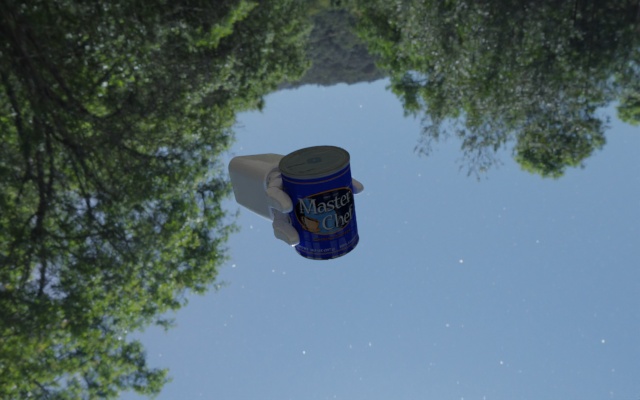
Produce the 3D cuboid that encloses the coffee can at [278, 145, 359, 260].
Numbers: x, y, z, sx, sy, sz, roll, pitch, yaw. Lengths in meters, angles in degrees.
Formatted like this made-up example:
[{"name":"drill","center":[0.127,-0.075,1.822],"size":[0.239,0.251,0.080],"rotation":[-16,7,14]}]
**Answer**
[{"name":"coffee can","center":[0.000,0.002,0.709],"size":[0.103,0.140,0.102],"rotation":[-7,28,4]}]
